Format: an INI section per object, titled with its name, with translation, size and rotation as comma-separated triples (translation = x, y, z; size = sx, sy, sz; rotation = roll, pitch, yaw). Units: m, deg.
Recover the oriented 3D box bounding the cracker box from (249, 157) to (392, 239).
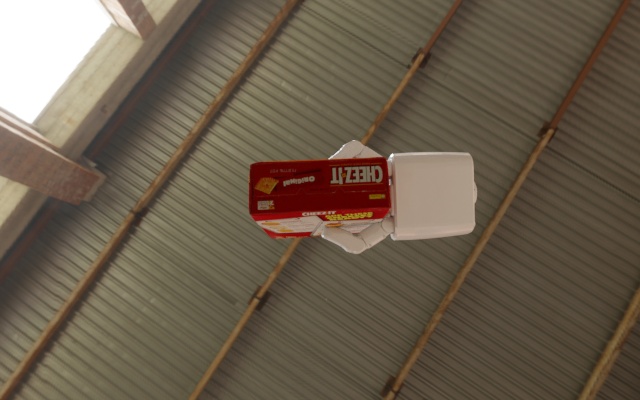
[cracker box]
translation = 0.000, 0.002, 0.650
size = 0.164, 0.072, 0.214
rotation = -3, -12, 0
